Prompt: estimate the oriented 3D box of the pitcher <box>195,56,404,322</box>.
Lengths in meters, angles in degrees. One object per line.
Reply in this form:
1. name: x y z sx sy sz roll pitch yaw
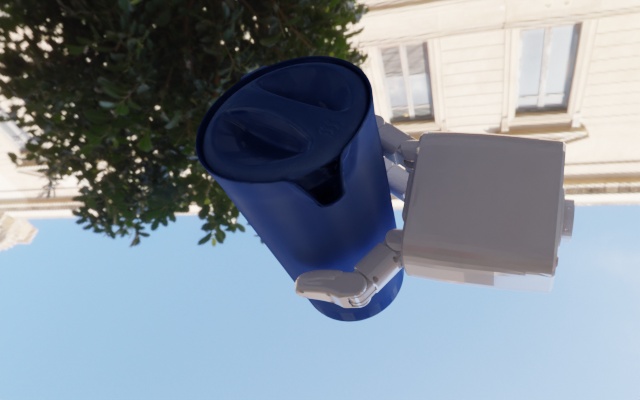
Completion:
1. pitcher: 0.000 0.001 0.430 0.145 0.149 0.243 6 -36 25
